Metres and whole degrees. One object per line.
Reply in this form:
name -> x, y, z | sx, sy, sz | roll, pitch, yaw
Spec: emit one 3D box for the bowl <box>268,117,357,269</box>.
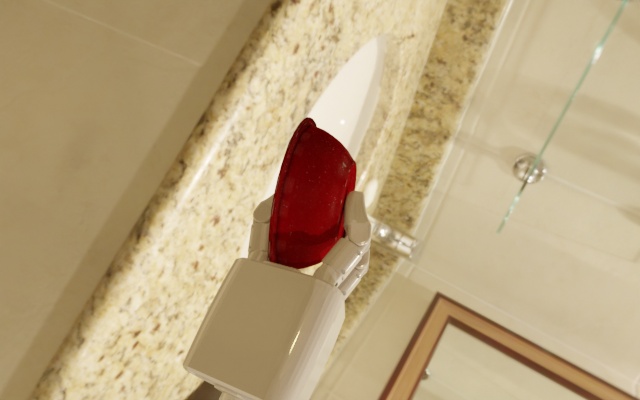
bowl -> 0.001, 0.000, 0.476 | 0.055, 0.162, 0.162 | 11, 2, 10
